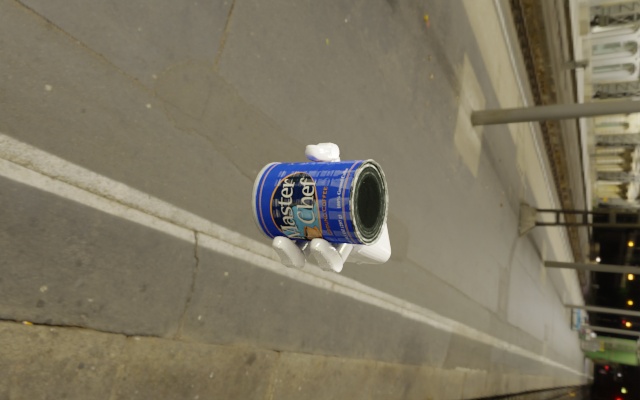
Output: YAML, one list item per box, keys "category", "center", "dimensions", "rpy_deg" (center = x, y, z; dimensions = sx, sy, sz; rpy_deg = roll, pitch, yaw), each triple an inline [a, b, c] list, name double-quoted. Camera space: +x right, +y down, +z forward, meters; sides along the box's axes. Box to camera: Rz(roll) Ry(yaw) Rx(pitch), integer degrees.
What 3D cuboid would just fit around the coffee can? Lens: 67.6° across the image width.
- category: "coffee can"
  center: [0.000, 0.002, 0.597]
  dimensions: [0.140, 0.103, 0.103]
  rpy_deg: [1, 0, 31]
